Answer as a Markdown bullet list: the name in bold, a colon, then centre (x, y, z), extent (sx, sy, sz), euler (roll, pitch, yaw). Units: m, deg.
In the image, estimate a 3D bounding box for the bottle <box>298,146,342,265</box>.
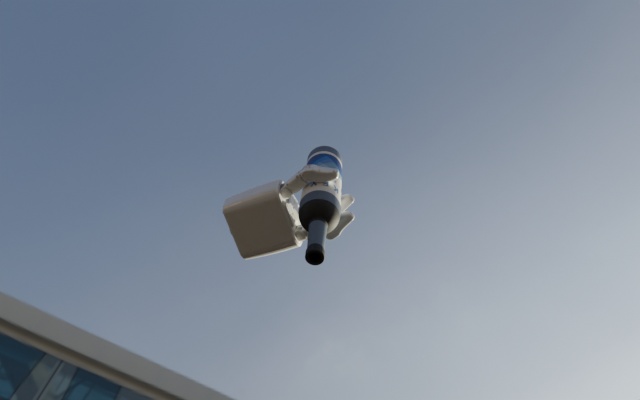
- **bottle**: centre (0.000, 0.002, 0.781), extent (0.069, 0.069, 0.295), euler (0, 31, 4)
